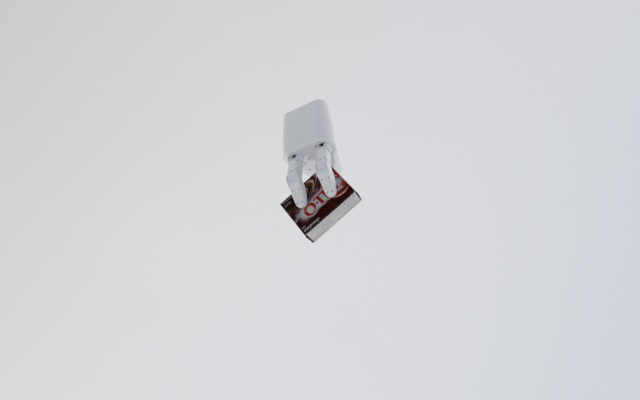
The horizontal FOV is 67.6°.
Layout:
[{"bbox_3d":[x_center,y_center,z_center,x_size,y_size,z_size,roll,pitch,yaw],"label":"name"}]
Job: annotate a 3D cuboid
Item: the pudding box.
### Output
[{"bbox_3d":[0.000,0.003,0.807,0.090,0.113,0.039,48,2,42],"label":"pudding box"}]
